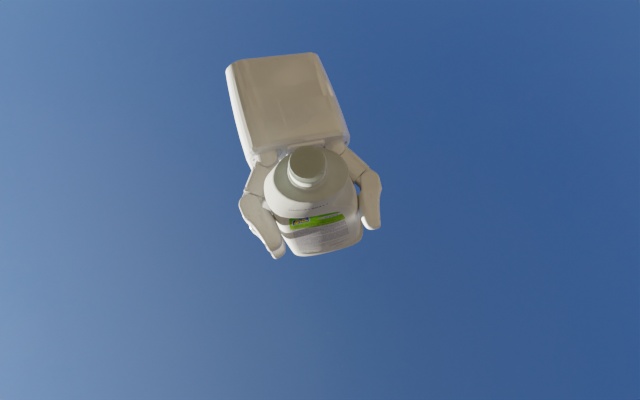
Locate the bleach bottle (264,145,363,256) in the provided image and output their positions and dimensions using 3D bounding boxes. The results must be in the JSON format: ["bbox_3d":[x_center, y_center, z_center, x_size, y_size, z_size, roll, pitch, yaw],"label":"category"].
[{"bbox_3d":[0.000,0.002,0.495,0.102,0.068,0.251,-15,-16,-3],"label":"bleach bottle"}]
